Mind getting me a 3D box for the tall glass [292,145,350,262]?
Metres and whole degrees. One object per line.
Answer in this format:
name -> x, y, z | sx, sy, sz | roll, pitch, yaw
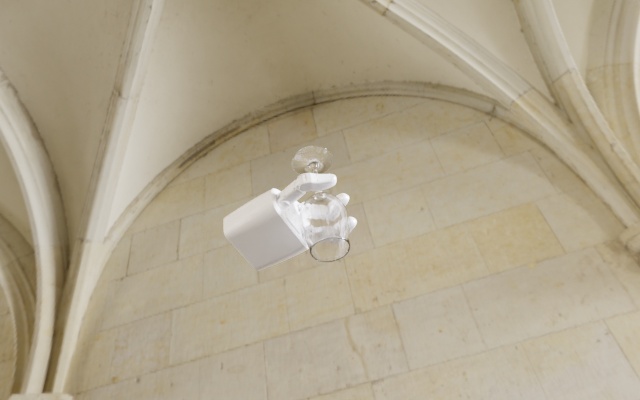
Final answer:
tall glass -> 0.000, 0.002, 0.784 | 0.079, 0.200, 0.079 | -6, -43, -6
